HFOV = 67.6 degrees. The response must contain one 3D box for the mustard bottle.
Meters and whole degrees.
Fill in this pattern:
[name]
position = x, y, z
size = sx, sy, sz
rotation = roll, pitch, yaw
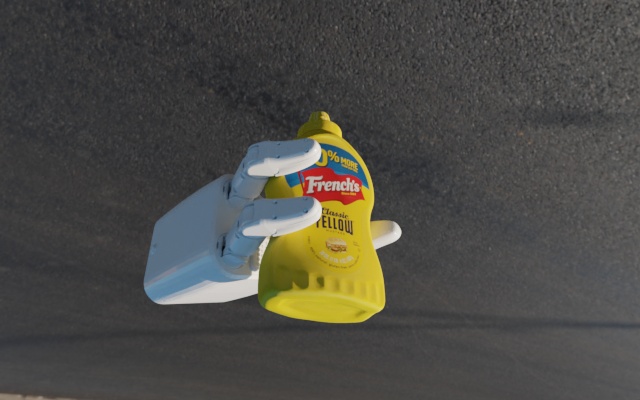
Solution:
[mustard bottle]
position = 0.000, 0.001, 0.404
size = 0.096, 0.191, 0.058
rotation = 12, -35, -20
